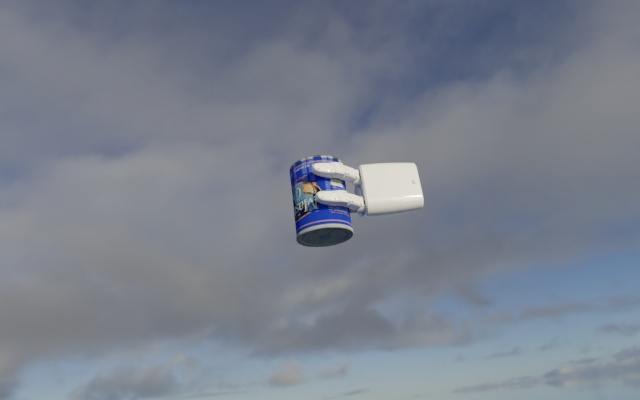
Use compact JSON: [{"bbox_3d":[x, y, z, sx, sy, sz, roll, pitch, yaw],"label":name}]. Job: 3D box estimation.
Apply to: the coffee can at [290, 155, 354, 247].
[{"bbox_3d":[0.000,0.003,0.875,0.103,0.140,0.103,-6,-23,-3],"label":"coffee can"}]
